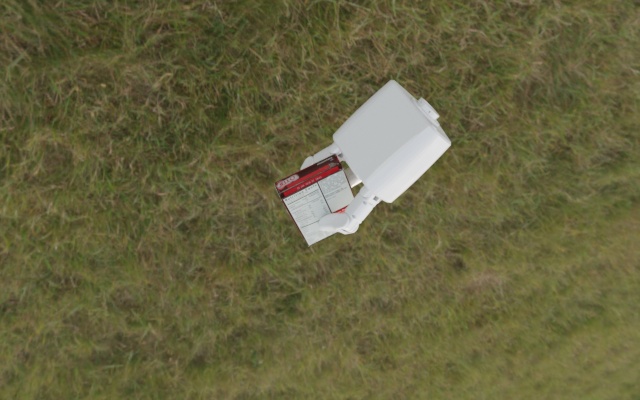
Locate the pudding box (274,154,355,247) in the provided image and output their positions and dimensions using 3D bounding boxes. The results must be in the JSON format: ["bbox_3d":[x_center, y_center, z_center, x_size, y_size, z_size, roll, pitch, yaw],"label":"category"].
[{"bbox_3d":[0.000,0.002,0.644,0.090,0.114,0.039,-25,45,0],"label":"pudding box"}]
